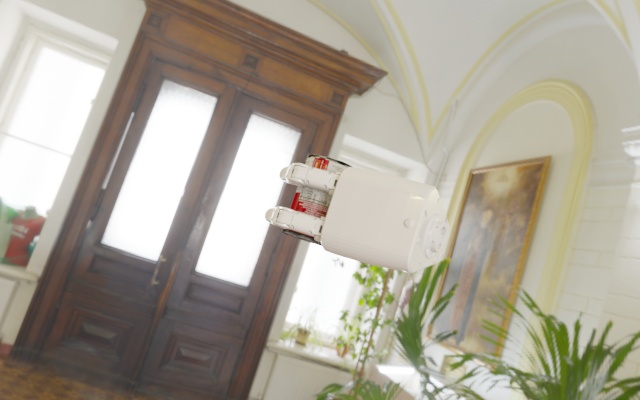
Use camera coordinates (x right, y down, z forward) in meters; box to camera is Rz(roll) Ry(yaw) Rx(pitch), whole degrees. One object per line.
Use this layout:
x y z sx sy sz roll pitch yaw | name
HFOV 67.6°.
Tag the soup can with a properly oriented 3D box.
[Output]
0.000 0.002 0.593 0.068 0.102 0.068 18 -7 2 | soup can
